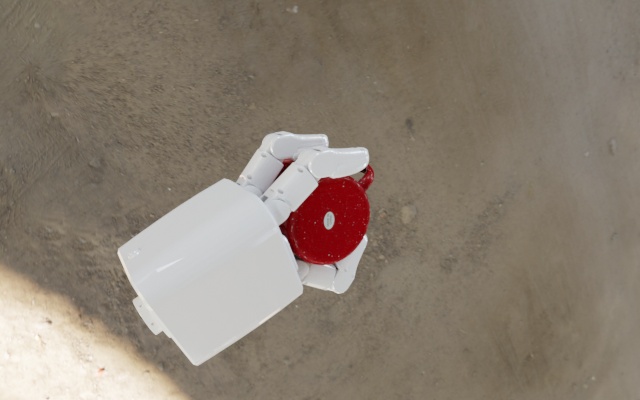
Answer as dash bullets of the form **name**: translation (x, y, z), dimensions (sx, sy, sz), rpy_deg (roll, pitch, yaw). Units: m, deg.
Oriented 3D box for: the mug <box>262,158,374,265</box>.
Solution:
- **mug**: translation (0.001, 0.001, 0.435), dimensions (0.117, 0.093, 0.081), rpy_deg (-35, 29, -18)
